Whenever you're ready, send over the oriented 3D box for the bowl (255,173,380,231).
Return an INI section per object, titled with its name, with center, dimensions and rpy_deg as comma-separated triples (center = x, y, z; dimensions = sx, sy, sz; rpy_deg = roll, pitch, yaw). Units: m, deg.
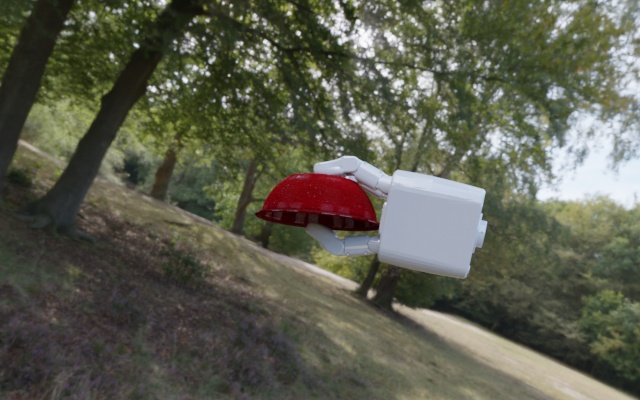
[bowl]
center = -0.001, 0.001, 0.608
dimensions = 0.162, 0.055, 0.162
rpy_deg = 5, -9, 1
